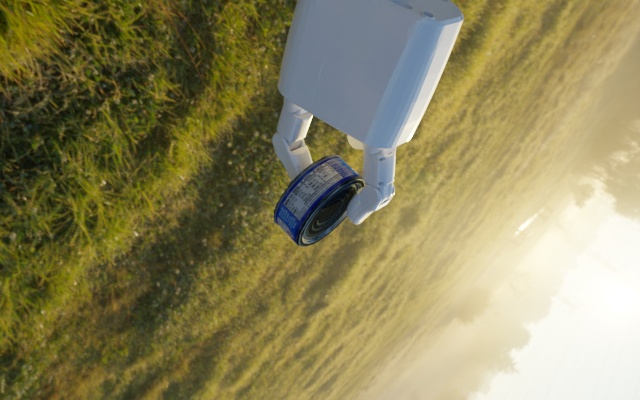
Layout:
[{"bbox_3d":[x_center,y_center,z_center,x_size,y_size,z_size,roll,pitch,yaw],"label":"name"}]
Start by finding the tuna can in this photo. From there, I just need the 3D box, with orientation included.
[{"bbox_3d":[0.000,0.002,0.435,0.033,0.086,0.086,44,18,19],"label":"tuna can"}]
